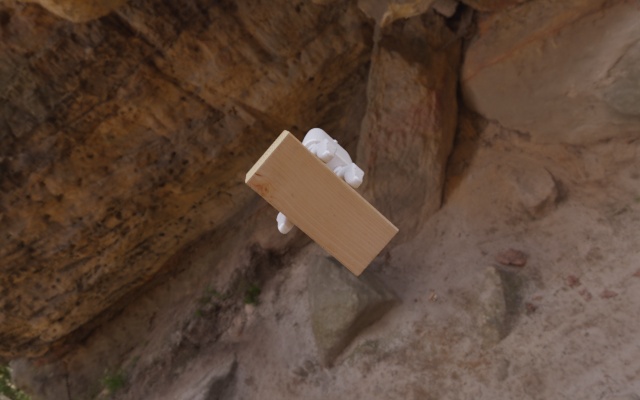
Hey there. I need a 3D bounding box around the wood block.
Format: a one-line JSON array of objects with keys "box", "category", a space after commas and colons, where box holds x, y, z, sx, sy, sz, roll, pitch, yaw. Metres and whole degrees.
[{"box": [0.000, 0.002, 0.689, 0.206, 0.091, 0.090, 41, 3, -13], "category": "wood block"}]
